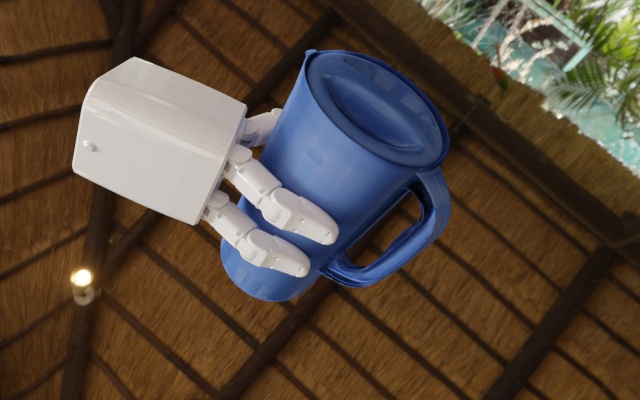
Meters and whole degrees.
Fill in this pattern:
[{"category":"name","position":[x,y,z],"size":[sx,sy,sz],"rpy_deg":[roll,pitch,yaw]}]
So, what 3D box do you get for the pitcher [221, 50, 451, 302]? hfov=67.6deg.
[{"category":"pitcher","position":[0.000,0.001,0.440],"size":[0.145,0.149,0.243],"rpy_deg":[23,-47,-15]}]
